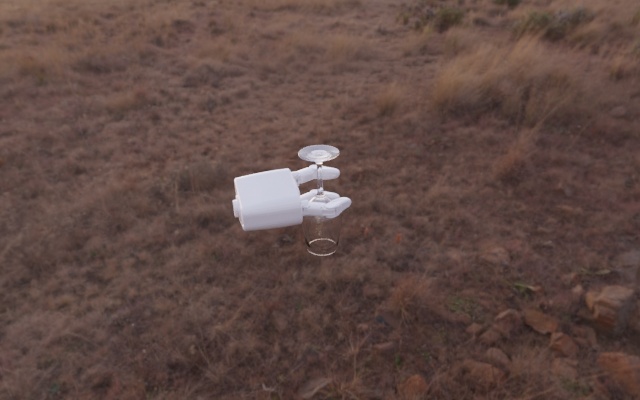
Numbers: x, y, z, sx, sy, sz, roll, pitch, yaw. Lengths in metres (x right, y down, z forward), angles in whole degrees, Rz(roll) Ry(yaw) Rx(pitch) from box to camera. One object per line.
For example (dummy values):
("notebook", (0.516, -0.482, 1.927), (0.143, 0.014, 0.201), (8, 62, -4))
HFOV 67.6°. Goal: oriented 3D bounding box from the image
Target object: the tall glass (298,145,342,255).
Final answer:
("tall glass", (0.000, 0.002, 0.897), (0.079, 0.201, 0.079), (-2, 27, 1))
